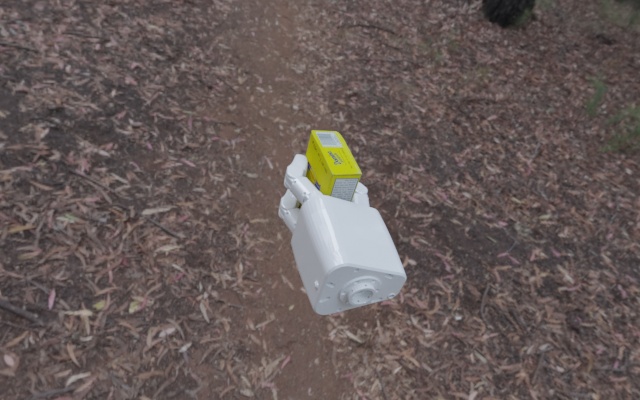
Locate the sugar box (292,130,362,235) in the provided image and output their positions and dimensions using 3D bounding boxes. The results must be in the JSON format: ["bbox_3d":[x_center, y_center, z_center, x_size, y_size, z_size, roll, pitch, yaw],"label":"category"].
[{"bbox_3d":[0.000,0.002,0.650,0.048,0.176,0.093,-1,43,-22],"label":"sugar box"}]
